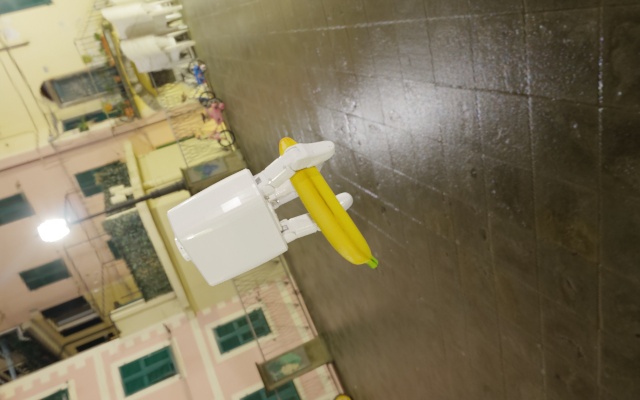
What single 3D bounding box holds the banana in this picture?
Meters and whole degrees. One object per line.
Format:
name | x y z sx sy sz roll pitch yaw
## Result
banana | 0.001 0.002 0.564 0.037 0.198 0.069 -34 -8 -1
